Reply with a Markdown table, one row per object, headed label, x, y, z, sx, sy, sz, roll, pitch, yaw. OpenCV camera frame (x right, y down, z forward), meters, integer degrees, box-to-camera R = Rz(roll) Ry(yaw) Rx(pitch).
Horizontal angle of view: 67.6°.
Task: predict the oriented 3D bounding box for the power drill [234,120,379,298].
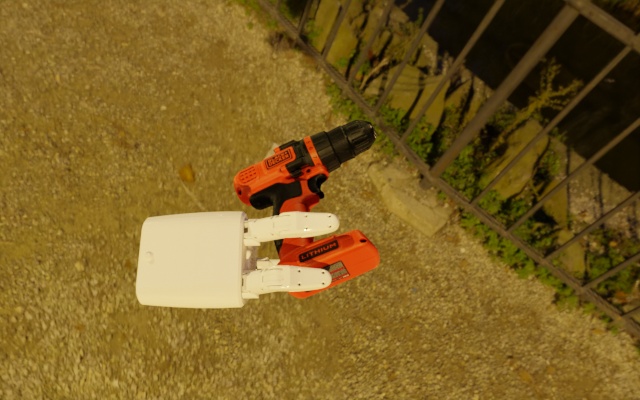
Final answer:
| label | x | y | z | sx | sy | sz | roll | pitch | yaw |
| --- | --- | --- | --- | --- | --- | --- | --- | --- | --- |
| power drill | 0.000 | 0.002 | 0.538 | 0.184 | 0.187 | 0.057 | -26 | -41 | 6 |
